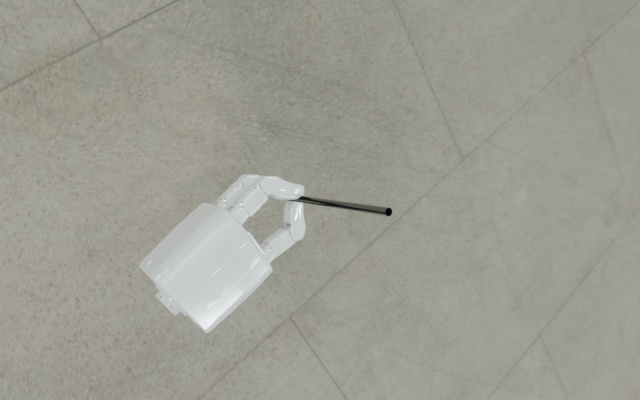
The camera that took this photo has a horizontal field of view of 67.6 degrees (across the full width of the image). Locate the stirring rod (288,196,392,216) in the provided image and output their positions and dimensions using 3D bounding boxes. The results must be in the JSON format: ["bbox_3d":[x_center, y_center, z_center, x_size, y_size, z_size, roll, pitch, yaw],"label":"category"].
[{"bbox_3d":[0.000,0.002,0.530,0.011,0.011,0.239,0,4,-31],"label":"stirring rod"}]
